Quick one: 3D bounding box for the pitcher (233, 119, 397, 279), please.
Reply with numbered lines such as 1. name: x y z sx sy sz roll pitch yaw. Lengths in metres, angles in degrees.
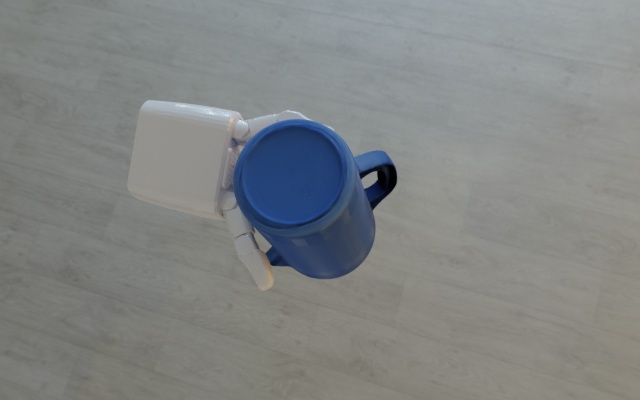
1. pitcher: 0.000 0.002 0.515 0.145 0.149 0.243 13 -12 10
